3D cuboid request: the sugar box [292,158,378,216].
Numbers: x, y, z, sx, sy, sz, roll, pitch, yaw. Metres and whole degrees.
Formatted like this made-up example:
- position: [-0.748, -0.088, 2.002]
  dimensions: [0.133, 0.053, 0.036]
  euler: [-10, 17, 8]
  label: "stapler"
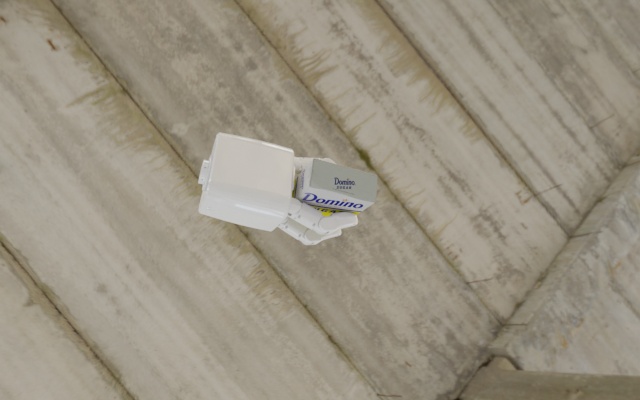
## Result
- position: [0.000, 0.003, 0.676]
  dimensions: [0.093, 0.048, 0.176]
  euler: [13, -20, -17]
  label: "sugar box"
